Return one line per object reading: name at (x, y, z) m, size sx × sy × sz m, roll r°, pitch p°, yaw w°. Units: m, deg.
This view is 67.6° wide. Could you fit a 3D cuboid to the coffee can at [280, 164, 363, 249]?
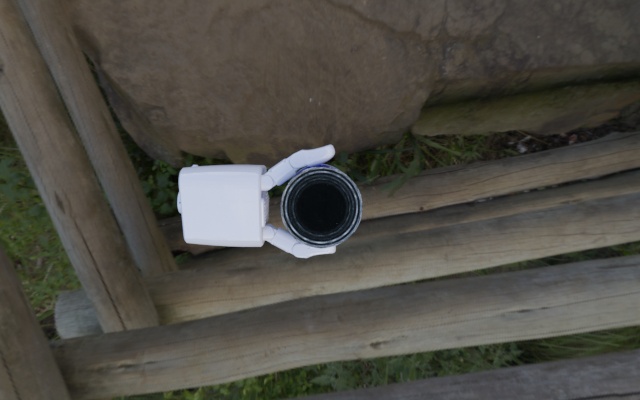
coffee can at (0.000, 0.002, 0.659) m, size 0.103 × 0.103 × 0.140 m, roll 0°, pitch 6°, yaw -1°
